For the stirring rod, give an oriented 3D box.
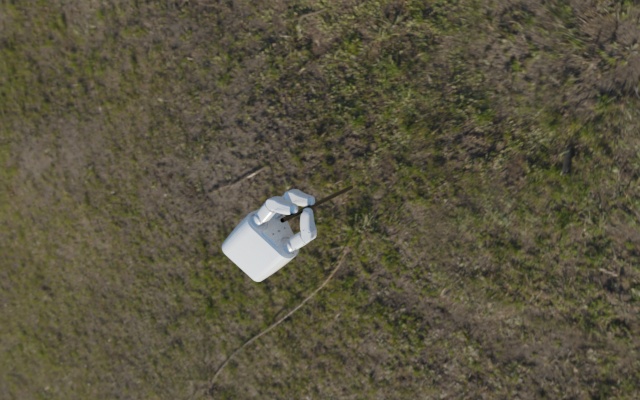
[{"bbox_3d":[0.000,0.003,0.888,0.011,0.011,0.239,0,15,33],"label":"stirring rod"}]
